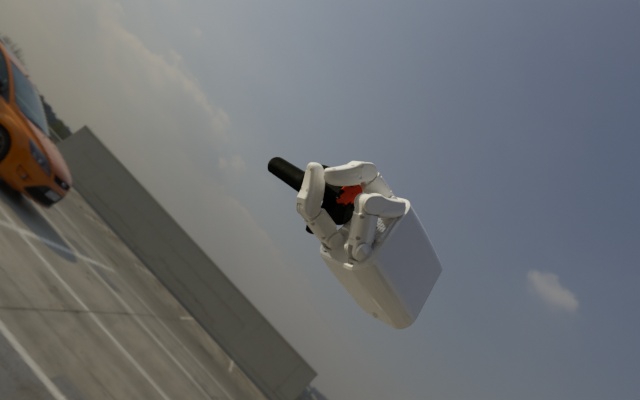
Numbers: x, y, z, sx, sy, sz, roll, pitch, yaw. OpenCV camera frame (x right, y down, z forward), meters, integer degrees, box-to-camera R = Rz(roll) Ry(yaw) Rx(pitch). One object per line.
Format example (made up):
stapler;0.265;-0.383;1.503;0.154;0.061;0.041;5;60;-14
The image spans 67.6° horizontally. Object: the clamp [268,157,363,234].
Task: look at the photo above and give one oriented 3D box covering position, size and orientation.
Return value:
clamp;0.001;0.002;0.597;0.039;0.120;0.171;-42;26;-18
